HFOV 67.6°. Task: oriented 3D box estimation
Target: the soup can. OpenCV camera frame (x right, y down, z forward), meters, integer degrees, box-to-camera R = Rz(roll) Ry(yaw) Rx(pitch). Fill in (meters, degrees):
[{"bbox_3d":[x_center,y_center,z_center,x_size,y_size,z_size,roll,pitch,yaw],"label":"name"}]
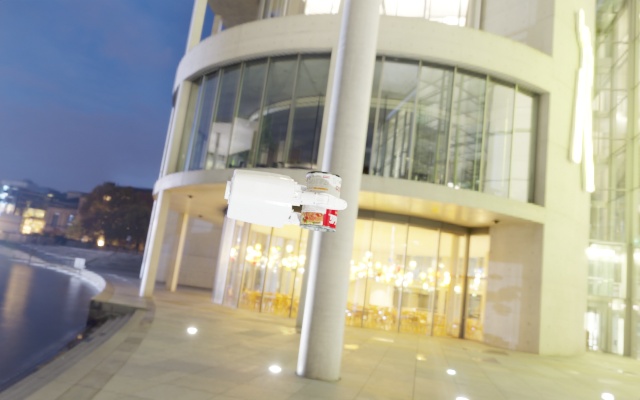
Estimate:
[{"bbox_3d":[0.001,0.003,0.884,0.068,0.102,0.068,7,-10,1],"label":"soup can"}]
